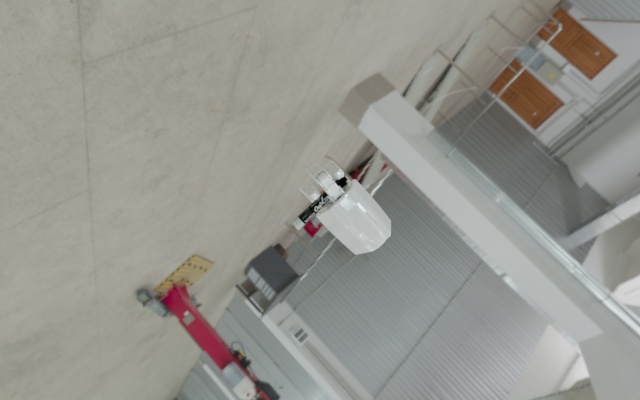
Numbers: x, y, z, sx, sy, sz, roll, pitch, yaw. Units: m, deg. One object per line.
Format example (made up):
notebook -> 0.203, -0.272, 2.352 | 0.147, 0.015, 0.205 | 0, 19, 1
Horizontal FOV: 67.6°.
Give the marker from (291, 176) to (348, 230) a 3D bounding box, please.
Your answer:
marker -> 0.000, 0.003, 0.815 | 0.121, 0.020, 0.020 | -43, 1, -1
